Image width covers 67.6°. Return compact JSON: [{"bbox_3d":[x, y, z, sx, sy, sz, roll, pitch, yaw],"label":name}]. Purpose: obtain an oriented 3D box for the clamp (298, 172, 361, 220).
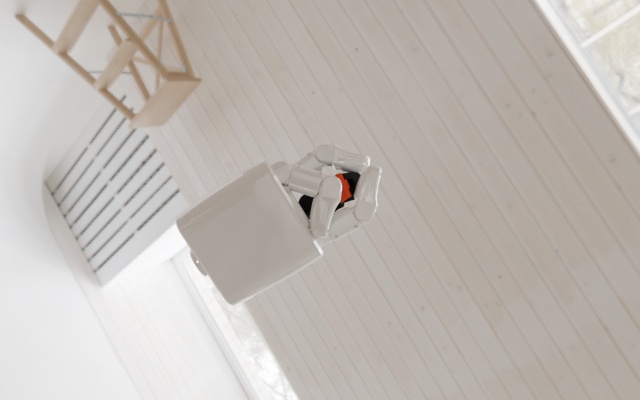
[{"bbox_3d":[0.000,0.002,0.561,0.120,0.039,0.171,-31,-6,-2],"label":"clamp"}]
